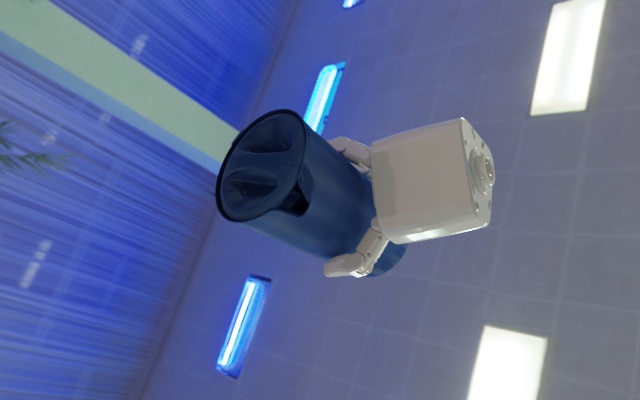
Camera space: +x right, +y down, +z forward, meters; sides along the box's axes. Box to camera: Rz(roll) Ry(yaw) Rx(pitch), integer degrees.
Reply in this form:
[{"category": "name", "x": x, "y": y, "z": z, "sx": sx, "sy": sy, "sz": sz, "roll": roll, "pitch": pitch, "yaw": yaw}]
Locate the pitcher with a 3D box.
[{"category": "pitcher", "x": 0.000, "y": 0.002, "z": 0.582, "sx": 0.145, "sy": 0.149, "sz": 0.243, "roll": -15, "pitch": -33, "yaw": 35}]
